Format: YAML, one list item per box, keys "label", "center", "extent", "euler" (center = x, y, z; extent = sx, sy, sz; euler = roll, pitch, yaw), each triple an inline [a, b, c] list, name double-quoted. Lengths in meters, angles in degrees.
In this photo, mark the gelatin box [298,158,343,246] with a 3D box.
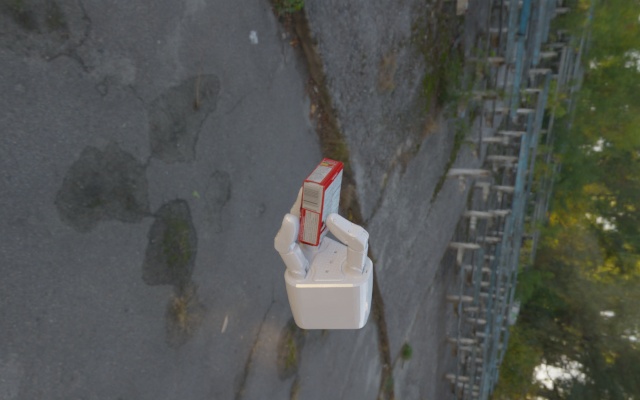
- label: "gelatin box"
  center: [0.001, 0.002, 0.598]
  extent: [0.030, 0.089, 0.073]
  euler: [15, 31, 15]
